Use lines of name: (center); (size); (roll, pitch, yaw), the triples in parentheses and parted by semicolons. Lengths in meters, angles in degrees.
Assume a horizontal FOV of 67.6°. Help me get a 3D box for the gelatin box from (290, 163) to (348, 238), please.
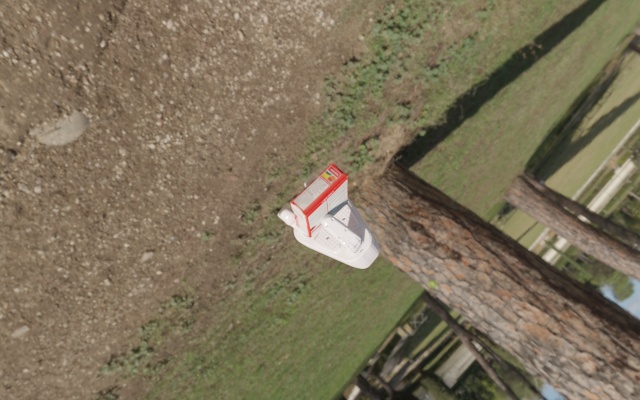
gelatin box: (0.000, 0.002, 0.607); (0.030, 0.073, 0.089); (42, -14, 17)
